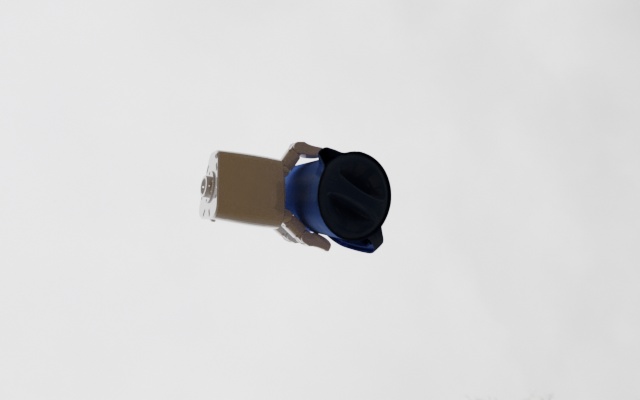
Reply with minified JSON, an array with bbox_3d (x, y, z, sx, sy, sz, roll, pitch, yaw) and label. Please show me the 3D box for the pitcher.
[{"bbox_3d":[0.000,0.003,0.801,0.145,0.149,0.243,9,-5,-30],"label":"pitcher"}]
